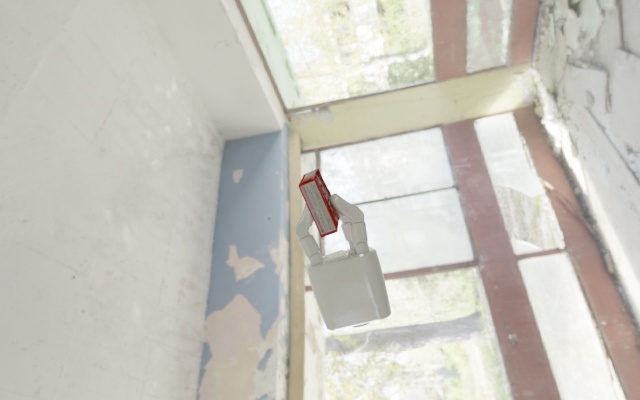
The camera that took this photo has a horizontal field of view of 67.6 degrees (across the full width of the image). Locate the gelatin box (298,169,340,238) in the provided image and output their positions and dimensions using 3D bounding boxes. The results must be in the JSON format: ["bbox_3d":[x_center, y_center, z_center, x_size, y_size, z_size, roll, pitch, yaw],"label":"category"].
[{"bbox_3d":[0.000,0.002,0.727,0.030,0.089,0.073,-22,13,10],"label":"gelatin box"}]
